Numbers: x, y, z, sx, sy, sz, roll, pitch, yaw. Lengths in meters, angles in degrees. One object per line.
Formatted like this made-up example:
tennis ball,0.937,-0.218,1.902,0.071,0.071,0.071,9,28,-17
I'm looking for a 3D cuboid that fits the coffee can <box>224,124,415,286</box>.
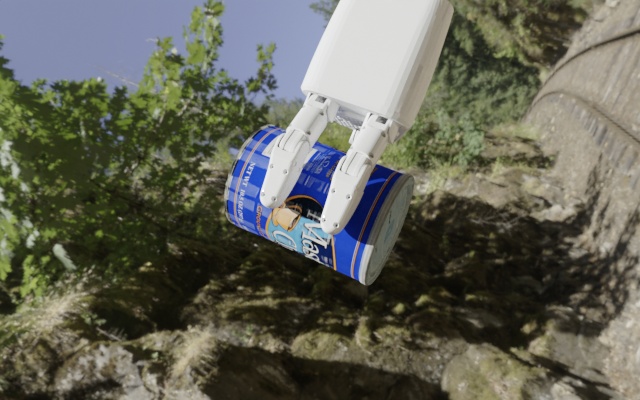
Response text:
coffee can,0.000,0.002,0.433,0.140,0.103,0.103,22,7,18
